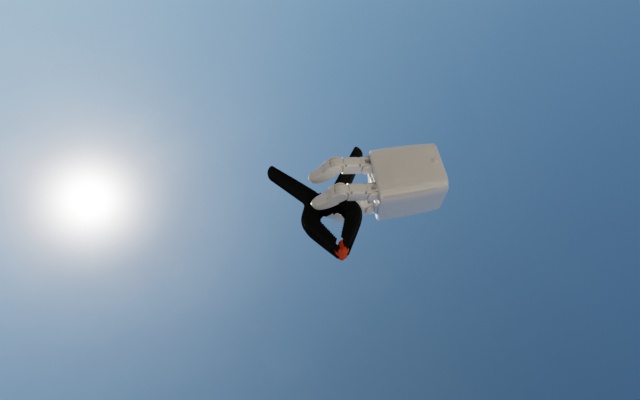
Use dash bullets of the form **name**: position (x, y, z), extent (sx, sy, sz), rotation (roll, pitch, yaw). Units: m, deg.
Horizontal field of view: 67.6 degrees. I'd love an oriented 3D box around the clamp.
- **clamp**: position (0.000, 0.003, 0.759), extent (0.164, 0.209, 0.036), rotation (-9, -39, 1)
